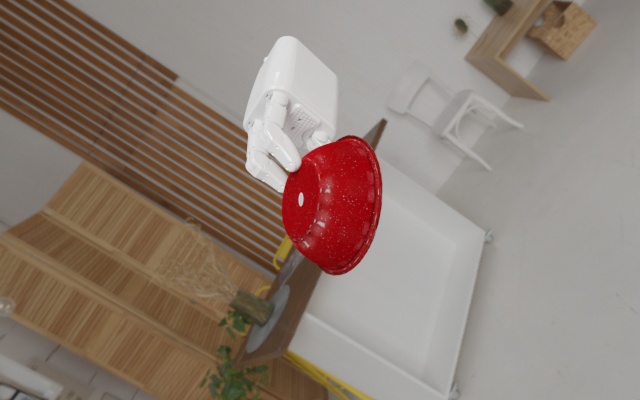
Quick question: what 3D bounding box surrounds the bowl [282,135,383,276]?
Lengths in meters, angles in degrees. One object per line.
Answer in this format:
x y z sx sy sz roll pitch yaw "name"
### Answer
0.000 0.003 0.534 0.055 0.162 0.162 8 -4 -29 "bowl"
